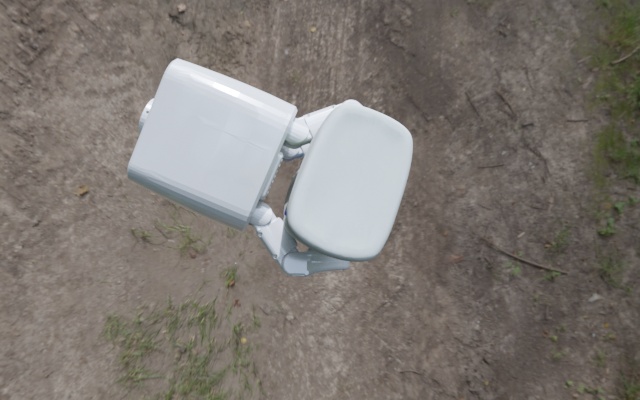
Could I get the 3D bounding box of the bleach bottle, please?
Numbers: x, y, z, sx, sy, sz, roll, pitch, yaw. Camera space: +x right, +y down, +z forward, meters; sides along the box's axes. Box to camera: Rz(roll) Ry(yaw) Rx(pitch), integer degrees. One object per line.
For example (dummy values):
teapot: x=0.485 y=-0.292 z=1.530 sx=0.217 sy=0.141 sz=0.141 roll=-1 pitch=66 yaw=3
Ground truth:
bleach bottle: x=0.000 y=0.001 z=0.418 sx=0.068 sy=0.102 sz=0.251 roll=22 pitch=-11 yaw=-7
